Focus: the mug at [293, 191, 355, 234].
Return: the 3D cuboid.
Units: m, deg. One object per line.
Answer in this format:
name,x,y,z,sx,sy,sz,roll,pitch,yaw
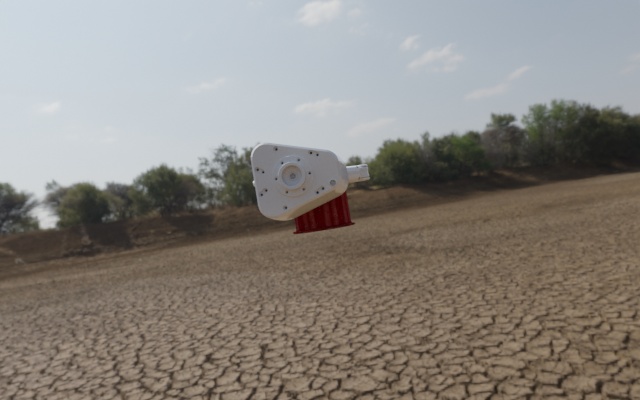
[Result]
mug,0.000,0.002,0.720,0.093,0.081,0.117,-9,-1,5
